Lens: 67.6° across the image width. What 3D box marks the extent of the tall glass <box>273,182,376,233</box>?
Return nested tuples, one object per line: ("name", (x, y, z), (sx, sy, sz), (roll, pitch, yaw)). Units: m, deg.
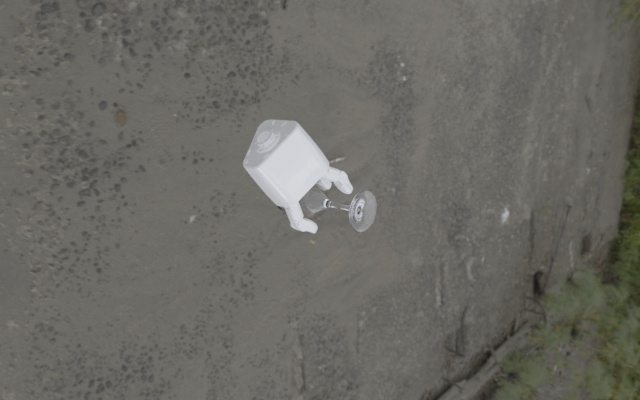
("tall glass", (0.001, 0.003, 0.879), (0.201, 0.079, 0.079), (12, 8, 41))
